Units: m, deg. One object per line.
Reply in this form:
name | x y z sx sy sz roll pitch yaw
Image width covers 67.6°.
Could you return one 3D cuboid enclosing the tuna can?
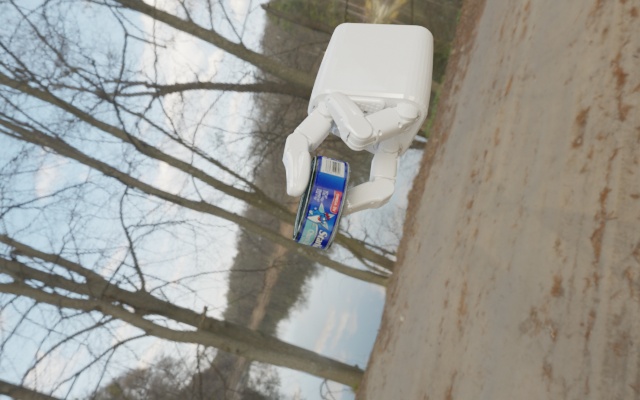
tuna can | 0.000 0.001 0.451 0.034 0.086 0.086 14 -2 -6
